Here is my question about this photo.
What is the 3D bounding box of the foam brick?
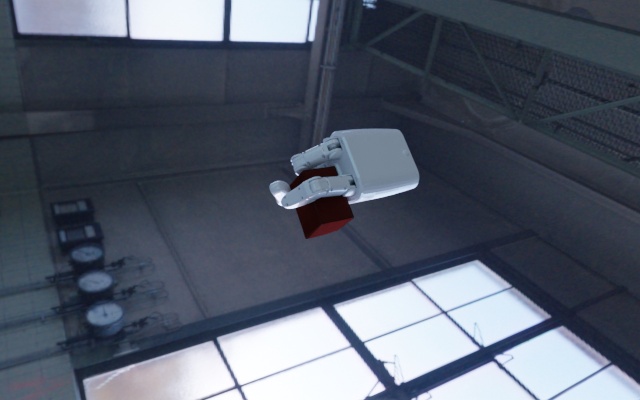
[{"bbox_3d":[0.000,0.002,0.625,0.051,0.078,0.053,-9,-19,-31],"label":"foam brick"}]
